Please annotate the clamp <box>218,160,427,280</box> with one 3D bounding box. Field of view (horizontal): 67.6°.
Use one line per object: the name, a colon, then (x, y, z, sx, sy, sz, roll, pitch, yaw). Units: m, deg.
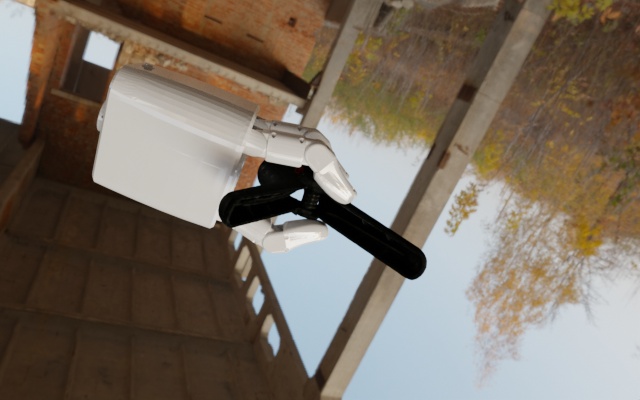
clamp: (-0.001, 0.002, 0.431, 0.164, 0.036, 0.210, 21, 15, -10)
